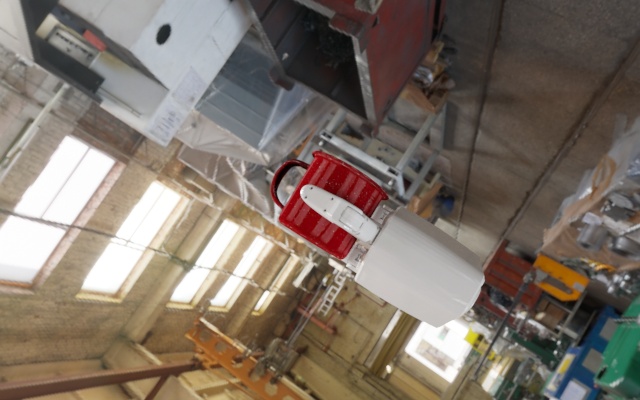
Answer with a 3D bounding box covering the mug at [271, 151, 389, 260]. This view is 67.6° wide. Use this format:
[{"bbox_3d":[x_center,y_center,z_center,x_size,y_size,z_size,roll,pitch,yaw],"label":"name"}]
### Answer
[{"bbox_3d":[-0.001,0.001,0.497,0.117,0.081,0.093,31,-6,12],"label":"mug"}]
